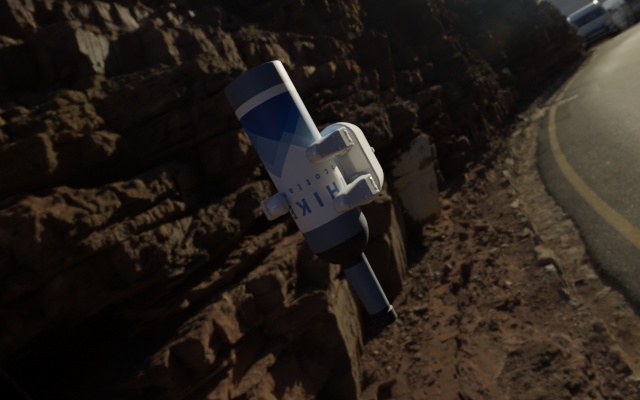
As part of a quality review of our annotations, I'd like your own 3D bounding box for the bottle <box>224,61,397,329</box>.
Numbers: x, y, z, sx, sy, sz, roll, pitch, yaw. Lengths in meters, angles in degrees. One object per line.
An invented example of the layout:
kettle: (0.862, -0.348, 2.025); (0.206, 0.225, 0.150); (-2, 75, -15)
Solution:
bottle: (0.000, 0.001, 0.503); (0.069, 0.296, 0.069); (-29, 4, 2)
